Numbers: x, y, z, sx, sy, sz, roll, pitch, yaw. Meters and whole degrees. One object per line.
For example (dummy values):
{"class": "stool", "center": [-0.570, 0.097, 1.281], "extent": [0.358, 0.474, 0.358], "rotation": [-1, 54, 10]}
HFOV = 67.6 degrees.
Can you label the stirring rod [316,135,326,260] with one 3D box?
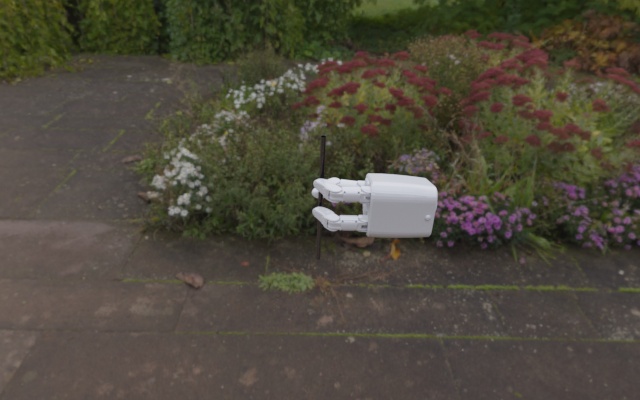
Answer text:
{"class": "stirring rod", "center": [0.000, 0.003, 0.816], "extent": [0.011, 0.240, 0.011], "rotation": [2, 30, -1]}
